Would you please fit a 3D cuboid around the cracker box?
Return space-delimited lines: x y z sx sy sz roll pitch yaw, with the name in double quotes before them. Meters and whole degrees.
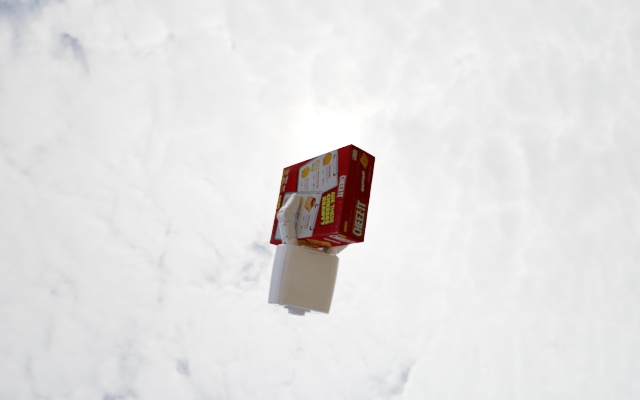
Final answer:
"cracker box" 0.000 0.003 0.891 0.072 0.164 0.214 21 -21 -34
